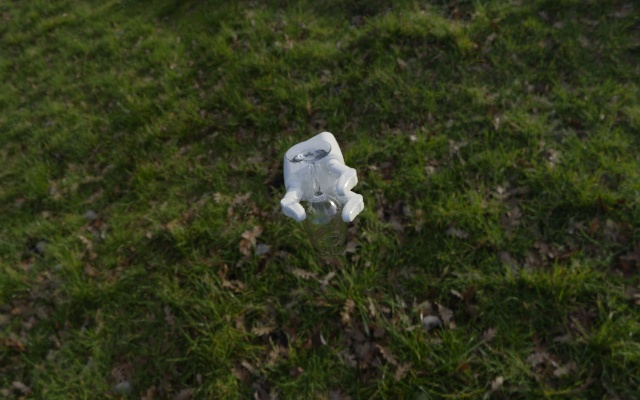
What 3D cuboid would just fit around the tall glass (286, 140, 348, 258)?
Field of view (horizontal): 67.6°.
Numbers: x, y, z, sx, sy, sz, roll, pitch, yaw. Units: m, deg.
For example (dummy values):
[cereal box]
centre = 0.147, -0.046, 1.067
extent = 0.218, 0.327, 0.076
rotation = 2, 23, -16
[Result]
[tall glass]
centre = 0.000, 0.002, 0.810
extent = 0.079, 0.201, 0.079
rotation = -9, 33, 6
